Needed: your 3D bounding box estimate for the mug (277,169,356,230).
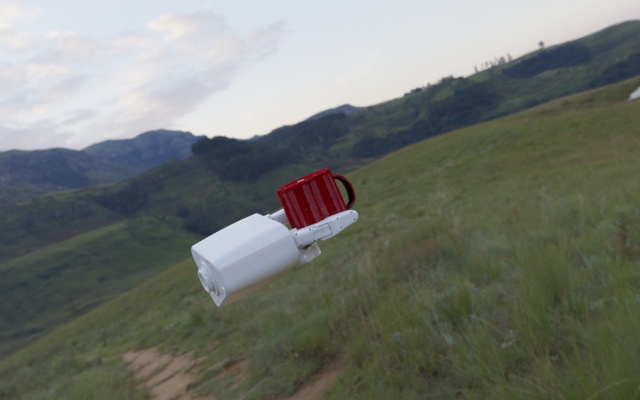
[{"bbox_3d":[0.001,0.001,0.670,0.117,0.081,0.093,-27,7,-28],"label":"mug"}]
